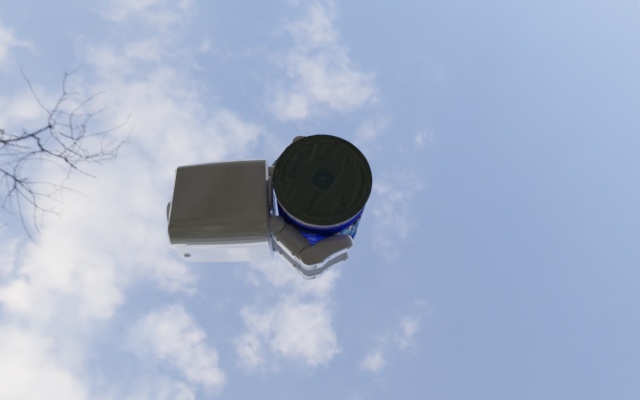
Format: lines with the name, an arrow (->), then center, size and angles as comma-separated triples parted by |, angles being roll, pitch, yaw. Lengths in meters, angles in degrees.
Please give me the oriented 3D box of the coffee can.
coffee can -> 0.000, 0.002, 0.552 | 0.103, 0.102, 0.140 | 0, -21, -2
